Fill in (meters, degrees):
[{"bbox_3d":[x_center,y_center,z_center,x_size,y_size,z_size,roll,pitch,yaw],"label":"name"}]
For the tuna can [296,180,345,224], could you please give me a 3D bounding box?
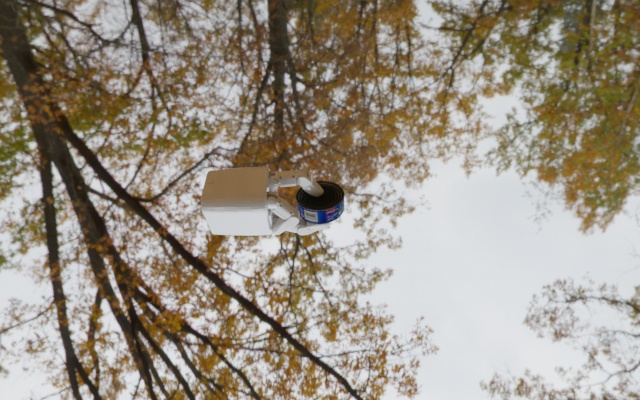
[{"bbox_3d":[0.000,0.003,0.847,0.086,0.034,0.086,-3,38,2],"label":"tuna can"}]
